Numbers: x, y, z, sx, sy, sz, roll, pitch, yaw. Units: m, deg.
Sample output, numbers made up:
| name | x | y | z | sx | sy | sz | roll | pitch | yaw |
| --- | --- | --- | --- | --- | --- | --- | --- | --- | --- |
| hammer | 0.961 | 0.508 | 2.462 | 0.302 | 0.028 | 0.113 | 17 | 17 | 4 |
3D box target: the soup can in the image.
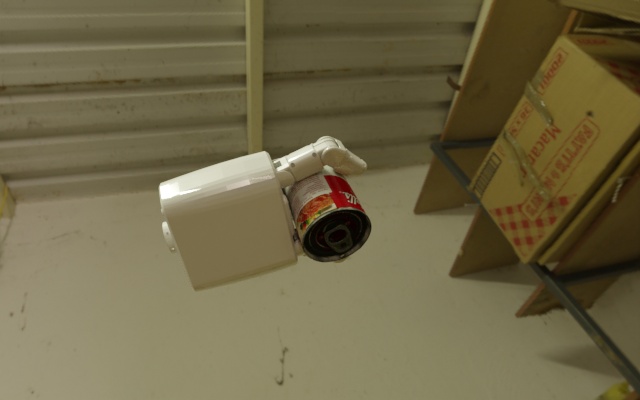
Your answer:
| name | x | y | z | sx | sy | sz | roll | pitch | yaw |
| --- | --- | --- | --- | --- | --- | --- | --- | --- | --- |
| soup can | 0.000 | 0.001 | 0.475 | 0.068 | 0.068 | 0.102 | 0 | 40 | -24 |
